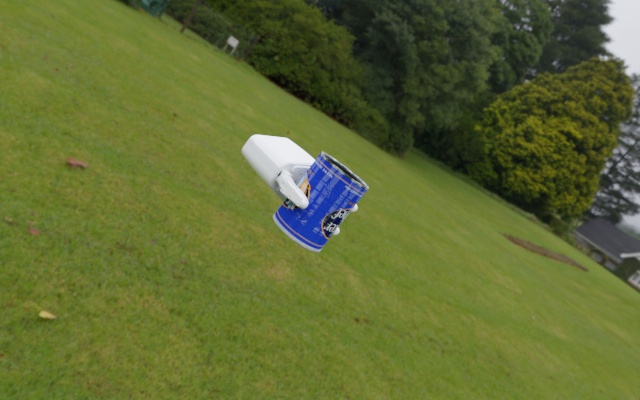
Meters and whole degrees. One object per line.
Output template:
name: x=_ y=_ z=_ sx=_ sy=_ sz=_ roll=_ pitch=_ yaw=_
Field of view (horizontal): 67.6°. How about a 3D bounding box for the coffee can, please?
coffee can: x=0.000 y=0.003 z=0.816 sx=0.103 sy=0.140 sz=0.102 roll=36 pitch=10 yaw=-8
